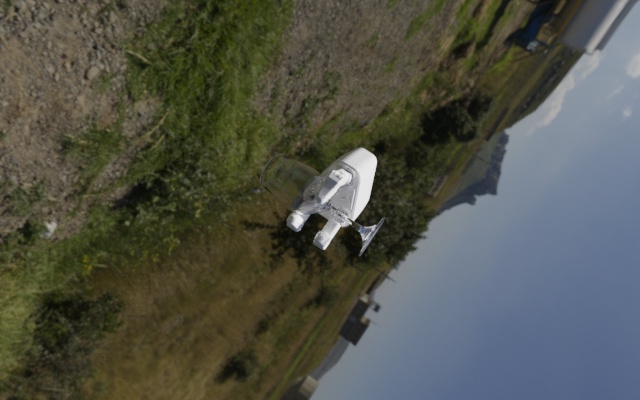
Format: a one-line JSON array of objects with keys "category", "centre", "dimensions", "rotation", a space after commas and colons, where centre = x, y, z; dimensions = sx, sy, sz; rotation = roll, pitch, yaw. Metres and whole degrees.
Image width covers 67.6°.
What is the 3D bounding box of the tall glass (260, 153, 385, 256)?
[{"category": "tall glass", "centre": [0.001, 0.003, 0.767], "dimensions": [0.201, 0.079, 0.079], "rotation": [34, 6, 9]}]
